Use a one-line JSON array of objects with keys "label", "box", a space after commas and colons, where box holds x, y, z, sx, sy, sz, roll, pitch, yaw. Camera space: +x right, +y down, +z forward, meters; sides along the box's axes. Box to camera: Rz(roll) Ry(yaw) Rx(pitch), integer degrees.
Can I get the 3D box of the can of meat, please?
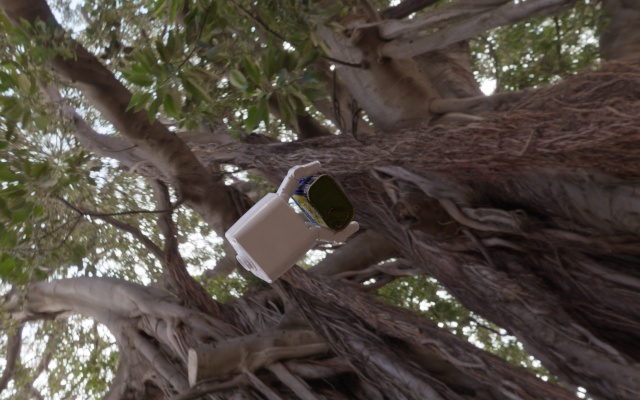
[{"label": "can of meat", "box": [0.000, 0.003, 0.846, 0.057, 0.102, 0.084, -46, 23, -19]}]
